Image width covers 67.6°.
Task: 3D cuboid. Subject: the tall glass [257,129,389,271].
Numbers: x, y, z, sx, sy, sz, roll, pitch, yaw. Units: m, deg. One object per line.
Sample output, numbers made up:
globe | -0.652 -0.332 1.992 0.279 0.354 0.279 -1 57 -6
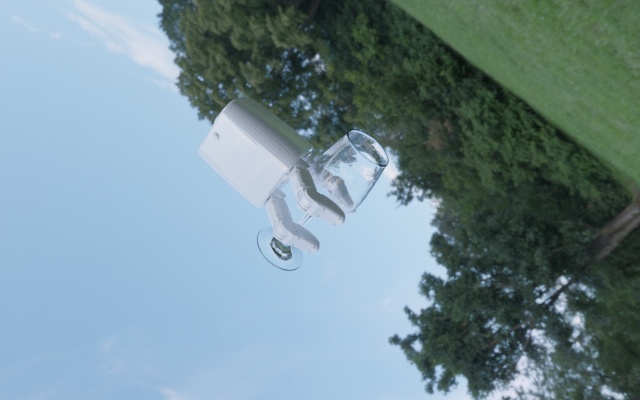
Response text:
tall glass | 0.000 0.003 0.608 0.079 0.079 0.201 0 -40 -48
